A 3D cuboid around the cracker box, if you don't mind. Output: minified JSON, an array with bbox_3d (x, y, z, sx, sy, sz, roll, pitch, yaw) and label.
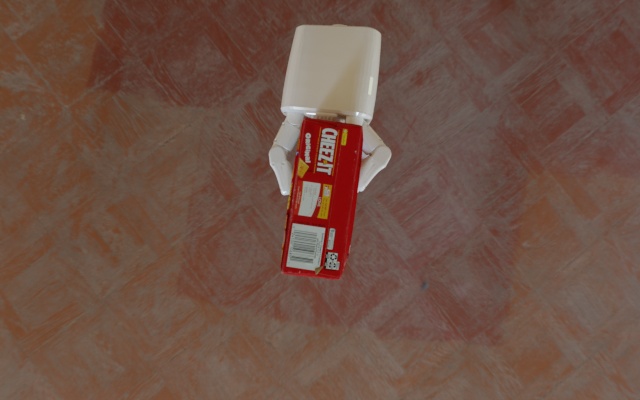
[{"bbox_3d":[0.000,0.002,0.590,0.072,0.164,0.214,8,-2,-1],"label":"cracker box"}]
